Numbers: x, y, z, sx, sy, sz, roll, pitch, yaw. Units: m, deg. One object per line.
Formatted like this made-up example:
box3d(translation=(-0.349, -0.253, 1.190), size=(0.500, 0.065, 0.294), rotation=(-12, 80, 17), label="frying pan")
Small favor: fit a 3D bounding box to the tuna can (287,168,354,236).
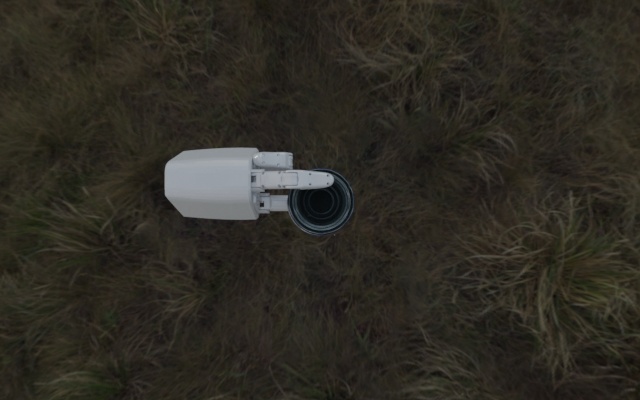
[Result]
box3d(translation=(0.000, 0.002, 0.611), size=(0.086, 0.086, 0.034), rotation=(0, -4, -4), label="tuna can")
